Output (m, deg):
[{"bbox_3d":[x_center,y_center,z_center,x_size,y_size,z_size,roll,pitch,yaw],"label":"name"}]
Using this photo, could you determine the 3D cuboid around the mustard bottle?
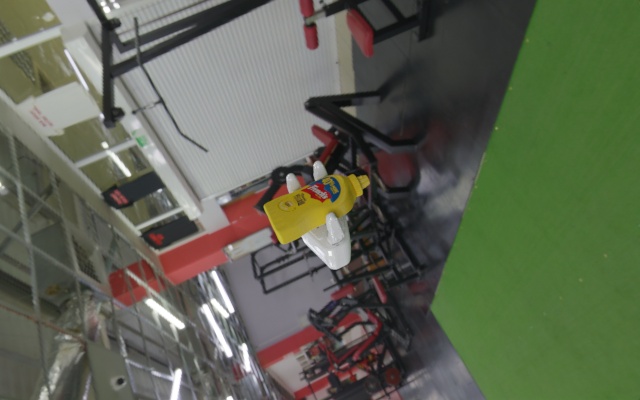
[{"bbox_3d":[0.000,0.003,0.853,0.191,0.058,0.096,-25,36,-7],"label":"mustard bottle"}]
